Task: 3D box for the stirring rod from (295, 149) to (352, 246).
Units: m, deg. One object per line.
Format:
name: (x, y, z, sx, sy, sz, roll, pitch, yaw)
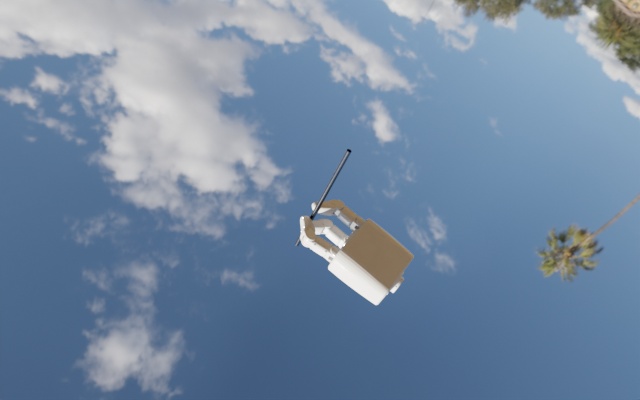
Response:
stirring rod: (0.000, 0.003, 0.819, 0.011, 0.011, 0.240, 0, -42, -30)
